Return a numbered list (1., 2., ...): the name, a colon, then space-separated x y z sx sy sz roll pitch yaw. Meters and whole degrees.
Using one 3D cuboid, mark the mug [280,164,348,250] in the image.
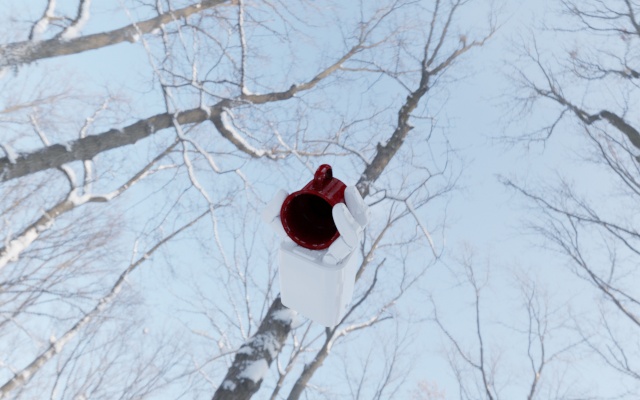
1. mug: 0.000 0.001 0.694 0.093 0.117 0.081 11 26 17
